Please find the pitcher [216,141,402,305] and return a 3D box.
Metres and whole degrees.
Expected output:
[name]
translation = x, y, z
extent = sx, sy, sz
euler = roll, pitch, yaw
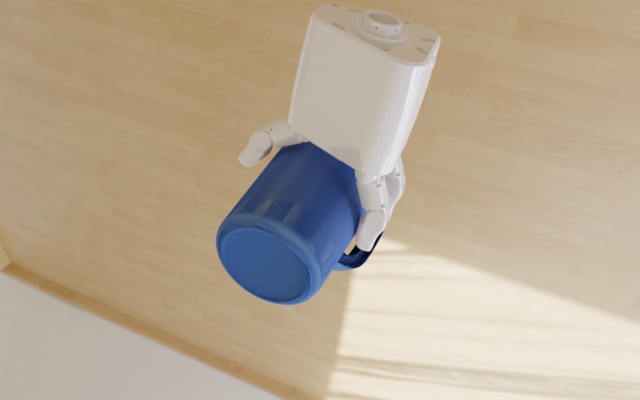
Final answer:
[pitcher]
translation = 0.000, 0.002, 0.518
extent = 0.149, 0.145, 0.242
euler = 24, 41, 9
